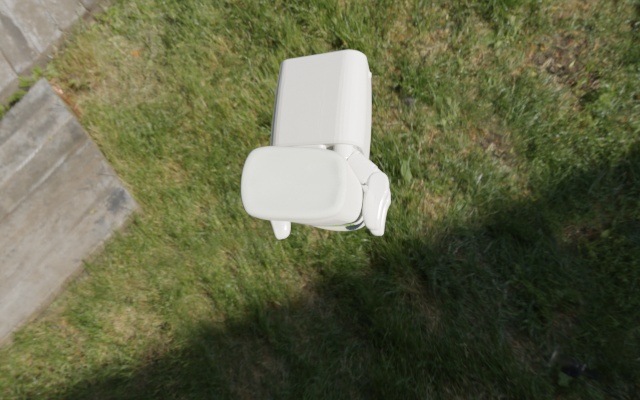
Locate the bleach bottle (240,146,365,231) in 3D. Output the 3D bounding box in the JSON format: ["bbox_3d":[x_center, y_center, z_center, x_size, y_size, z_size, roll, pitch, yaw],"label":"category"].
[{"bbox_3d":[0.000,0.002,0.540,0.102,0.068,0.251,2,-8,11],"label":"bleach bottle"}]
